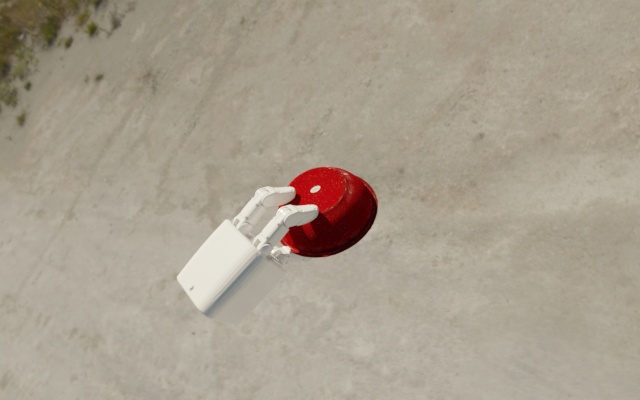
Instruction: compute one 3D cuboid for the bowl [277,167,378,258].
[{"bbox_3d":[0.001,0.001,0.701,0.162,0.162,0.055,0,-39,21],"label":"bowl"}]
